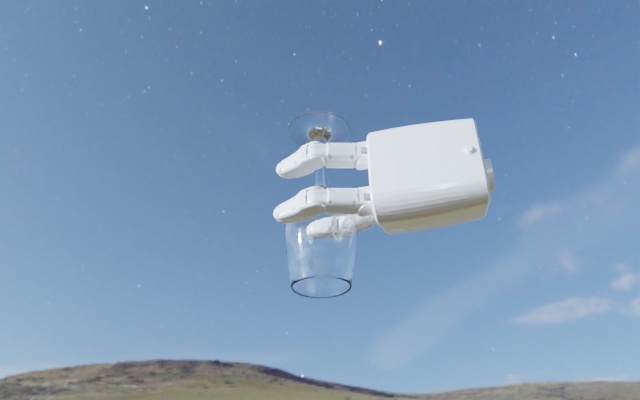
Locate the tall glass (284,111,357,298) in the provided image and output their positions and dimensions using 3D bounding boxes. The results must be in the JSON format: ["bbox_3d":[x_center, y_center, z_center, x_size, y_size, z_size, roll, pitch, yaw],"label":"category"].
[{"bbox_3d":[0.000,0.001,0.528,0.079,0.201,0.079,0,-30,0],"label":"tall glass"}]
